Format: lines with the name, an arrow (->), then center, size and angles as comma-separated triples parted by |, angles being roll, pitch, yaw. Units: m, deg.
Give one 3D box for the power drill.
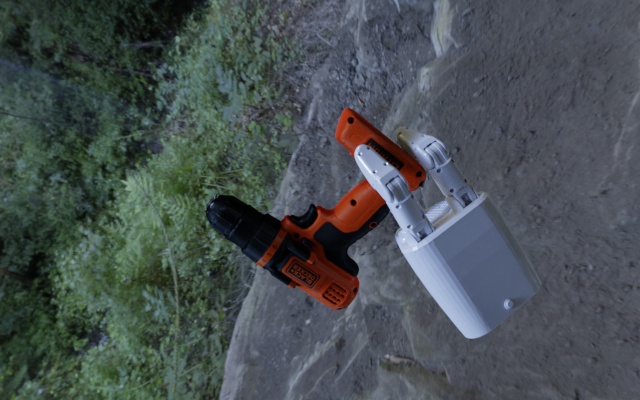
power drill -> 0.001, 0.001, 0.490 | 0.184, 0.188, 0.057 | 35, 15, -12
